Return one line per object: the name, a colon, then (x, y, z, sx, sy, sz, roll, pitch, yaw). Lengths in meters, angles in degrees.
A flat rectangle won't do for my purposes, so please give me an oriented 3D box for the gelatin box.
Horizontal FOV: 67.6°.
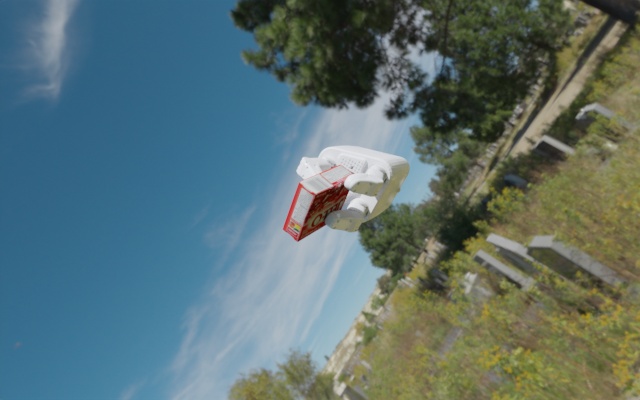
gelatin box: (0.000, 0.002, 0.585, 0.030, 0.073, 0.089, 37, 36, 21)
